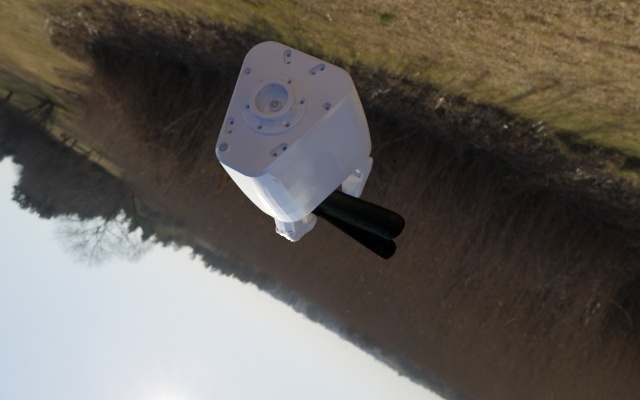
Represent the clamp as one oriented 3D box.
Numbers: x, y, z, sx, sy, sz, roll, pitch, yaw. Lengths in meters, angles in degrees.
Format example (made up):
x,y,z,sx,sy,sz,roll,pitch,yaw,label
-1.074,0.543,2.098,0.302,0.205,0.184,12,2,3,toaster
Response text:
x,y,z,sx,sy,sz,roll,pitch,yaw,label
-0.001,0.002,0.526,0.210,0.036,0.165,28,-11,19,clamp
